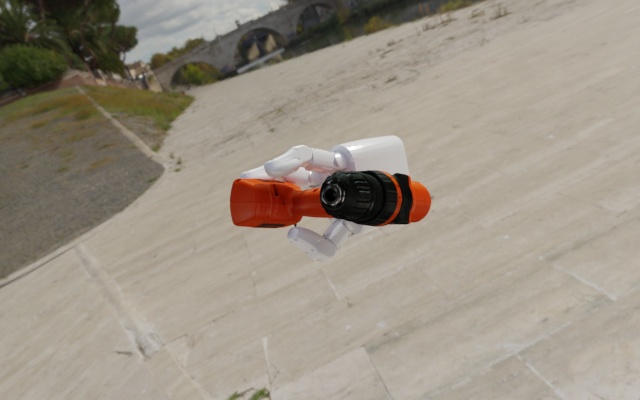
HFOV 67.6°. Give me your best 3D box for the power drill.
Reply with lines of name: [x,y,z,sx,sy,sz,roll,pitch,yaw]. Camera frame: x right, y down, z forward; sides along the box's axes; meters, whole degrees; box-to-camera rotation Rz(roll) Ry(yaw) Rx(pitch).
power drill: [0.000,0.002,0.490,0.187,0.057,0.184,0,-4,33]
